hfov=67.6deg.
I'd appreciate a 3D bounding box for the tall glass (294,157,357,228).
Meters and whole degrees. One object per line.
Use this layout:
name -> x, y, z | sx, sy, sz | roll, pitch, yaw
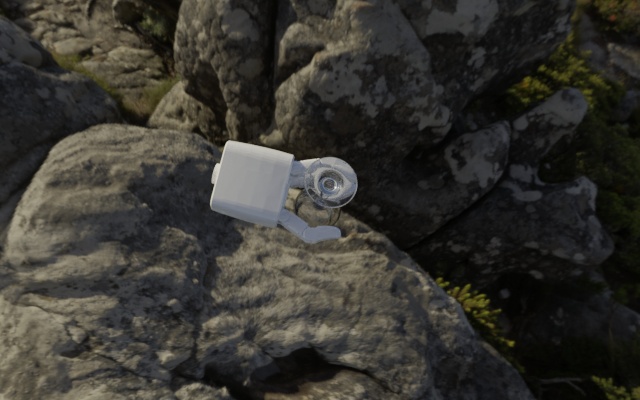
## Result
tall glass -> 0.000, 0.002, 0.749 | 0.079, 0.079, 0.201 | 0, -17, -8
